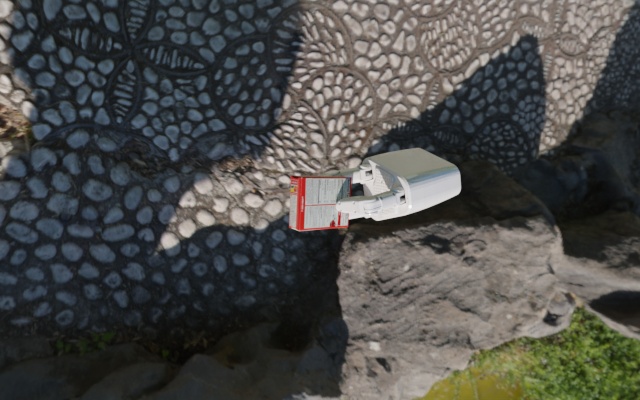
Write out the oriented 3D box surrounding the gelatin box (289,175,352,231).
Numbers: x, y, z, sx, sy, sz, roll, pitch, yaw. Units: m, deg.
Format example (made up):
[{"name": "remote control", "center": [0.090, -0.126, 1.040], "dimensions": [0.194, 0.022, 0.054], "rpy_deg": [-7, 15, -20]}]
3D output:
[{"name": "gelatin box", "center": [0.000, 0.002, 0.668], "dimensions": [0.089, 0.073, 0.030], "rpy_deg": [-2, 8, -36]}]
